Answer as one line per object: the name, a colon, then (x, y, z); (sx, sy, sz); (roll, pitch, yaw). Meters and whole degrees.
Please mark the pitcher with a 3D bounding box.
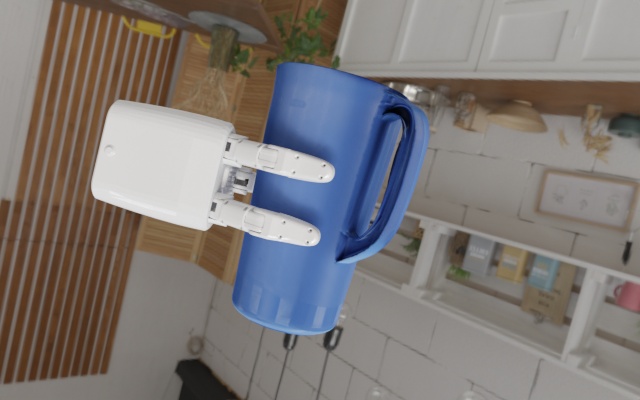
pitcher: (0.000, 0.001, 0.461); (0.145, 0.243, 0.149); (14, 4, -2)
